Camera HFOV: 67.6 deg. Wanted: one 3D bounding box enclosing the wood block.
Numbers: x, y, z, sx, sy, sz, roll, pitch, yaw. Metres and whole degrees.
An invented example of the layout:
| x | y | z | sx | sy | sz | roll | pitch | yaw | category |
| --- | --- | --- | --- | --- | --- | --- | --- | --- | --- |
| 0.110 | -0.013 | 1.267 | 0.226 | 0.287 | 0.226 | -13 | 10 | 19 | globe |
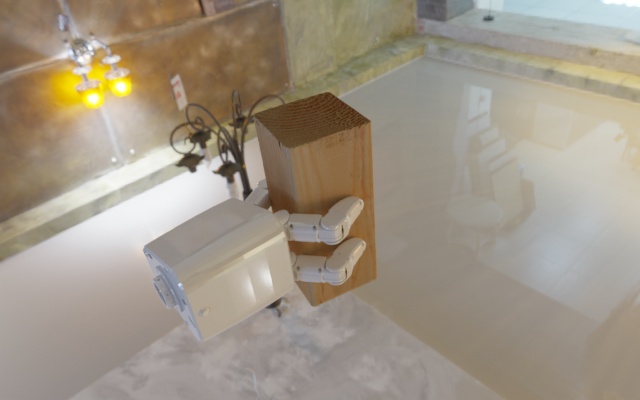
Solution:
| x | y | z | sx | sy | sz | roll | pitch | yaw | category |
| --- | --- | --- | --- | --- | --- | --- | --- | --- | --- |
| 0.000 | 0.002 | 0.522 | 0.090 | 0.206 | 0.090 | -21 | 39 | -19 | wood block |
